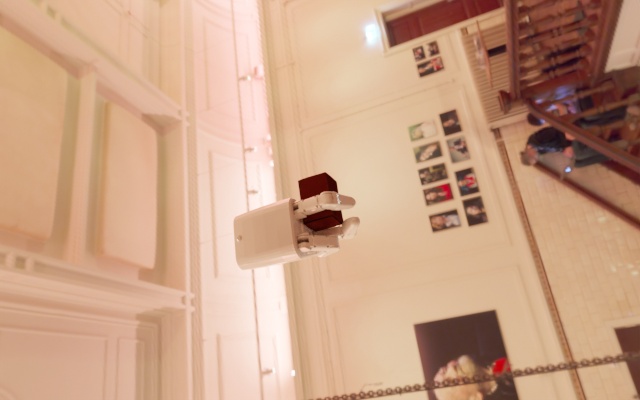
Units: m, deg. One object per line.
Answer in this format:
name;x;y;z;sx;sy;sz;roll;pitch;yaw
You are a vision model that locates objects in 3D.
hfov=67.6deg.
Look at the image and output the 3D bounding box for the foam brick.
foam brick;0.000;0.002;0.770;0.051;0.078;0.053;-16;-24;18
